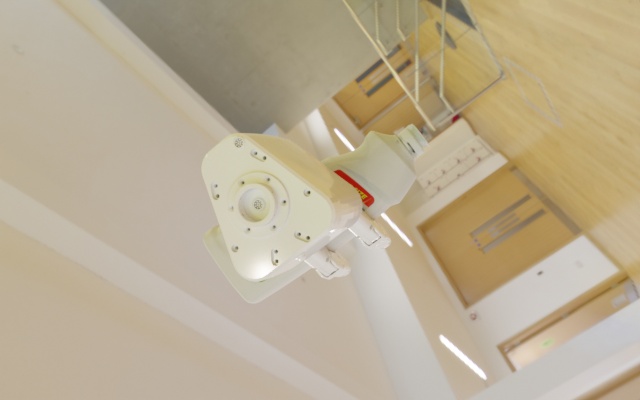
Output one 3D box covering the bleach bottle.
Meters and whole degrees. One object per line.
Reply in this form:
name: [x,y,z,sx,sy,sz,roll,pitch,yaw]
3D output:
bleach bottle: [0.000,0.002,0.510,0.251,0.102,0.068,-38,-6,13]
